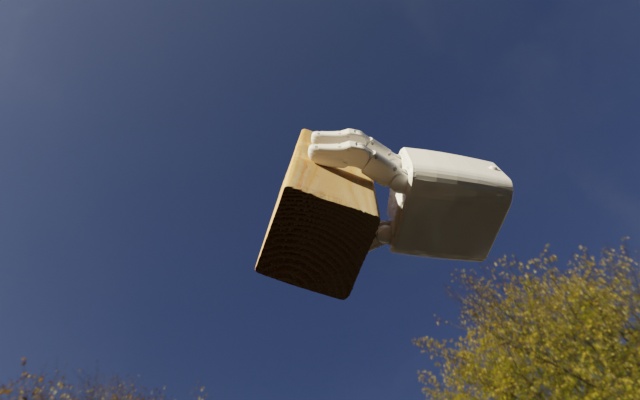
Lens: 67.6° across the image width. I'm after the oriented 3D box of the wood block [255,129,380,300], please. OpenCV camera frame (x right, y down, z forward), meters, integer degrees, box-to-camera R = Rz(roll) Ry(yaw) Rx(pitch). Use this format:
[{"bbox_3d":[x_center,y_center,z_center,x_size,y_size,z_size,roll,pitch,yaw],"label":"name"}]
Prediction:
[{"bbox_3d":[0.000,0.002,0.508,0.090,0.091,0.206,19,21,-5],"label":"wood block"}]
